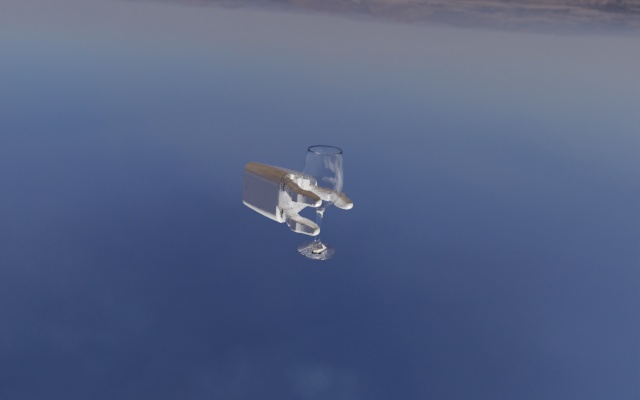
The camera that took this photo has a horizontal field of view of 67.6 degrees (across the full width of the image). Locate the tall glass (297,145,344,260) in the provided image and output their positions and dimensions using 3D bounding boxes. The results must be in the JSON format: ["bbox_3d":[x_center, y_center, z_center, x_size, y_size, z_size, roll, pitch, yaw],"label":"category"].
[{"bbox_3d":[0.000,0.004,0.880,0.079,0.201,0.079,5,21,-2],"label":"tall glass"}]
